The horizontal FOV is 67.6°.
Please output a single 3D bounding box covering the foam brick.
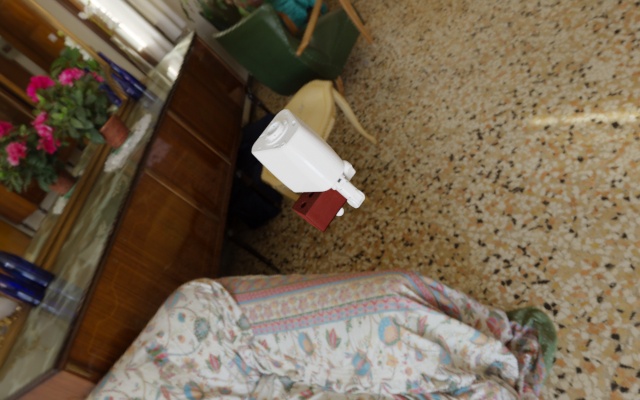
[{"bbox_3d":[0.000,0.003,0.797,0.051,0.078,0.053,40,-8,-33],"label":"foam brick"}]
